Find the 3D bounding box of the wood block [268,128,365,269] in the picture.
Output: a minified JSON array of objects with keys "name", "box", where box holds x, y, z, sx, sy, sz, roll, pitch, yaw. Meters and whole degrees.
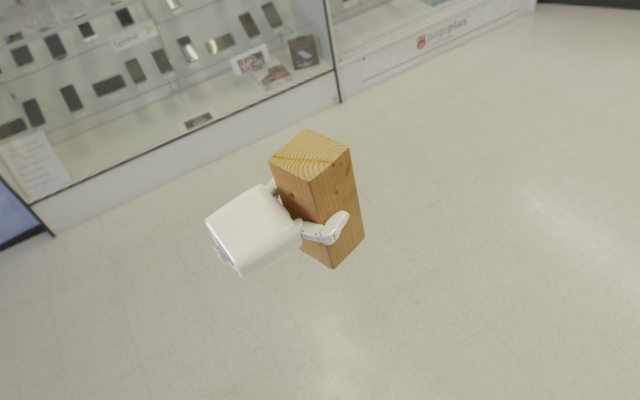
[{"name":"wood block","box":[0.000,0.003,0.764,0.090,0.206,0.090,28,59,34]}]
